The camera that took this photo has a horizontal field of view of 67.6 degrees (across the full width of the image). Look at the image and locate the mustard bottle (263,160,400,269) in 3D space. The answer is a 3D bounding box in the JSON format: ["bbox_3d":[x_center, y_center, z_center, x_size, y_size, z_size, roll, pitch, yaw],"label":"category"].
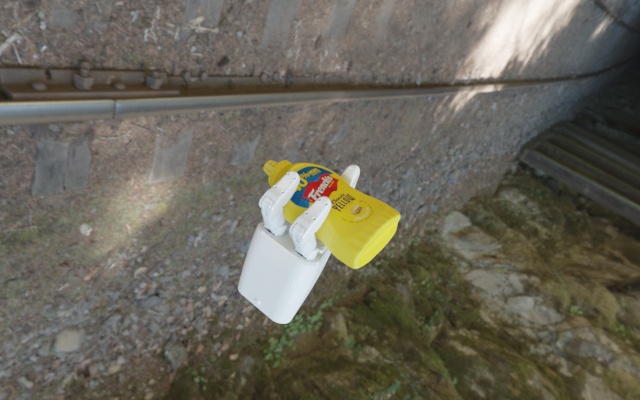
[{"bbox_3d":[0.000,0.002,0.617,0.191,0.058,0.096,34,52,23],"label":"mustard bottle"}]
